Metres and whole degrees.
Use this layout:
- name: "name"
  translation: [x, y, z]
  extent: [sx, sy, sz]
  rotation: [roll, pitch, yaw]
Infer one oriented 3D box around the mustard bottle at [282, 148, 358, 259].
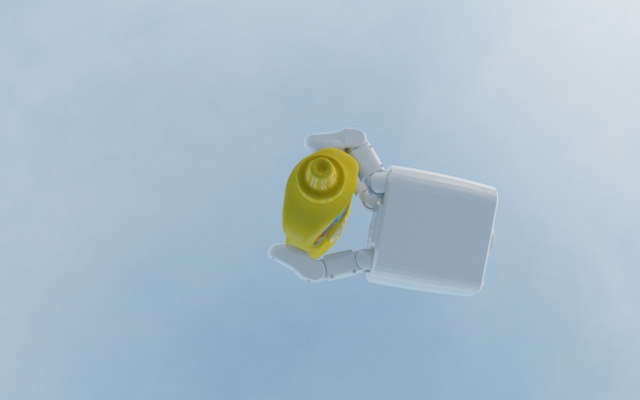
- name: "mustard bottle"
  translation: [0.000, 0.001, 0.465]
  extent: [0.058, 0.096, 0.192]
  rotation: [33, -14, 8]
